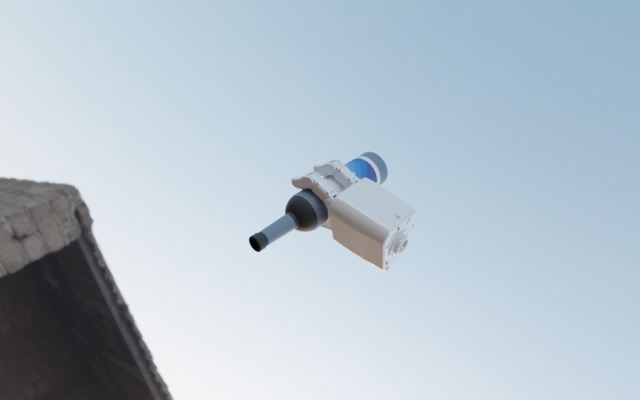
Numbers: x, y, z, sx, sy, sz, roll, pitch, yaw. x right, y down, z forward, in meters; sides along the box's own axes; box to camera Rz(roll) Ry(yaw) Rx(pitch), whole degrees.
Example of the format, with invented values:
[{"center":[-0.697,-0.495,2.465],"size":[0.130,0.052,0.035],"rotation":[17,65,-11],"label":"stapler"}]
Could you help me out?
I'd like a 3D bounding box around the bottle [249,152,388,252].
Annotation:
[{"center":[0.000,0.002,0.796],"size":[0.069,0.069,0.295],"rotation":[0,25,47],"label":"bottle"}]
